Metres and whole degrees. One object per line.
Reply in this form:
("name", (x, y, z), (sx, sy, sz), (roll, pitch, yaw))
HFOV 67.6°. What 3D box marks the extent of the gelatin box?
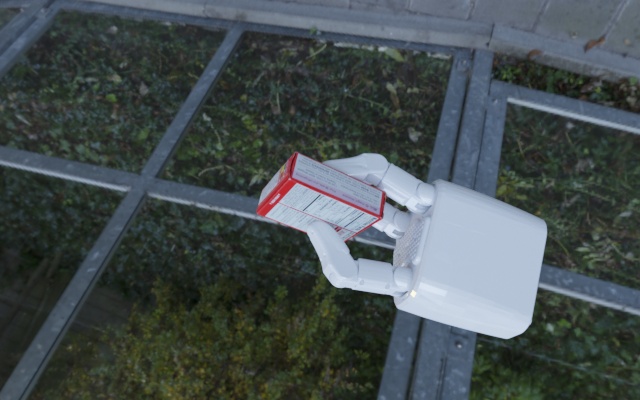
("gelatin box", (0.000, 0.002, 0.410), (0.089, 0.030, 0.073), (22, -32, -19))
